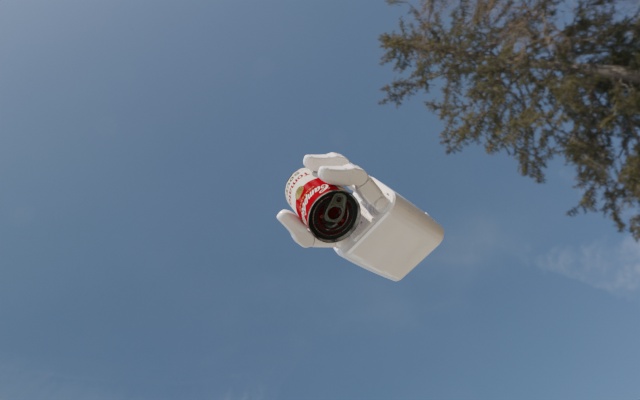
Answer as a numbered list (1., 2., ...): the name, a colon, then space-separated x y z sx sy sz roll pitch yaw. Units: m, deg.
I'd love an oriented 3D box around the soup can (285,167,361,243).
1. soup can: 0.000 0.002 0.608 0.068 0.068 0.102 0 21 -21
